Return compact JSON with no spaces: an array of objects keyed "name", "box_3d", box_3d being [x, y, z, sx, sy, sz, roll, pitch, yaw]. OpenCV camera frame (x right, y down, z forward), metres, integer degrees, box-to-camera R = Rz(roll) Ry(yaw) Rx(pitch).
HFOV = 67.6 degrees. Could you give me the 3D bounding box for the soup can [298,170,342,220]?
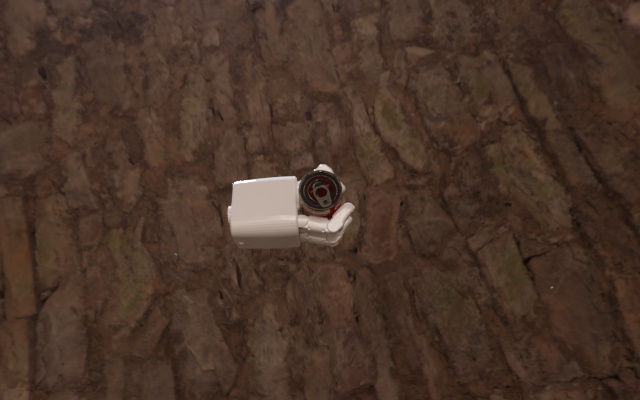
[{"name":"soup can","box_3d":[0.001,0.003,0.780,0.068,0.068,0.102,0,-23,0]}]
